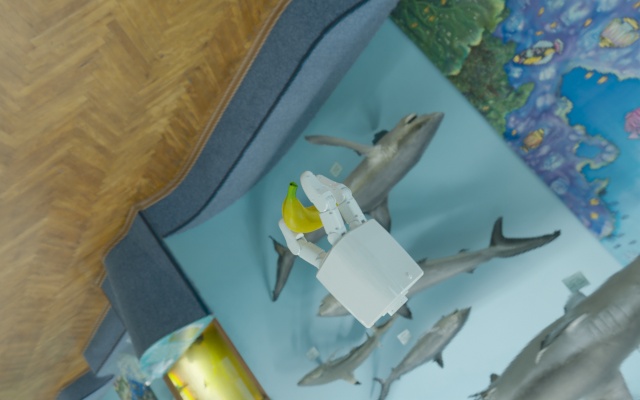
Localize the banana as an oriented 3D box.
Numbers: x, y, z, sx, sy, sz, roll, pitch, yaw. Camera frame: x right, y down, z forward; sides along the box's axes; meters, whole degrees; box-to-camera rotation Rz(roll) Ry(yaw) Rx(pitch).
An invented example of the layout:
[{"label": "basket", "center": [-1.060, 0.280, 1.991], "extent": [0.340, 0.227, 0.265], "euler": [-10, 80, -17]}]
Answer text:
[{"label": "banana", "center": [-0.012, 0.017, 0.717], "extent": [0.037, 0.069, 0.198], "euler": [39, 10, 18]}]
